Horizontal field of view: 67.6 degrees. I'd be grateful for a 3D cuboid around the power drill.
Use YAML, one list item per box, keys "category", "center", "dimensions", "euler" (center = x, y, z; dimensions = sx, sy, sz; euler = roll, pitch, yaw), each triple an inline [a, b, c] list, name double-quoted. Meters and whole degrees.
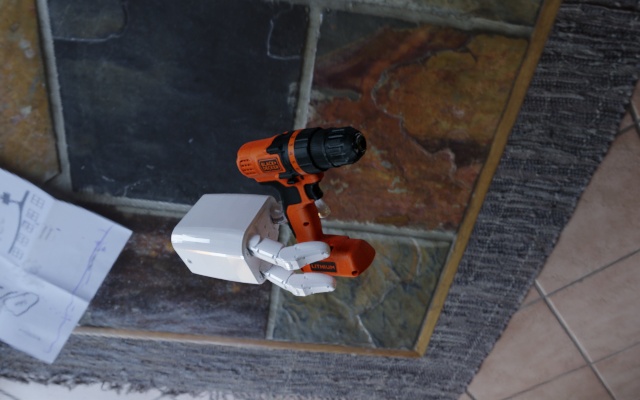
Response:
- category: "power drill"
  center: [0.000, 0.002, 0.573]
  dimensions: [0.184, 0.188, 0.057]
  euler: [-2, 30, 42]
